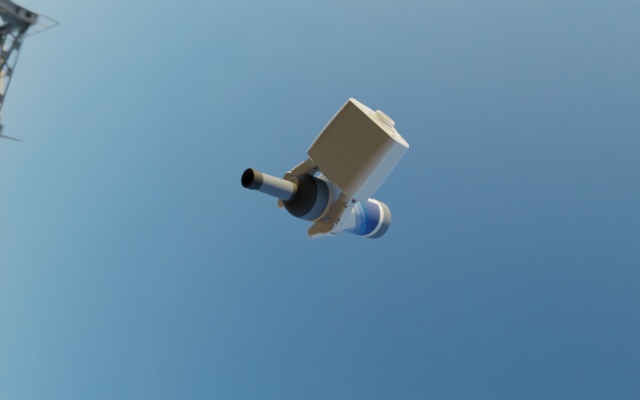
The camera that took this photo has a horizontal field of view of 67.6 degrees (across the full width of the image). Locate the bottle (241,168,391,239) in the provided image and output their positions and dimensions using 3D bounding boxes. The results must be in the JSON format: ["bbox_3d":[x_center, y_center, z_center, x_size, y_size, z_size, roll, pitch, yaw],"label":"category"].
[{"bbox_3d":[0.000,0.003,0.735,0.069,0.069,0.296,0,-13,42],"label":"bottle"}]
